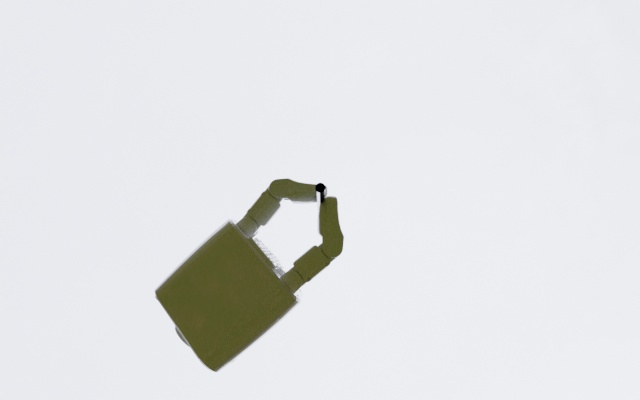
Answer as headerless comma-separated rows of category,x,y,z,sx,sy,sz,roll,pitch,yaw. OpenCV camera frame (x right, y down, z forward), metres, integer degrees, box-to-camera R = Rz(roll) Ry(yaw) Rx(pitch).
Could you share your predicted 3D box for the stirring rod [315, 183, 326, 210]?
stirring rod,0.000,0.002,0.490,0.011,0.011,0.239,0,-6,0
